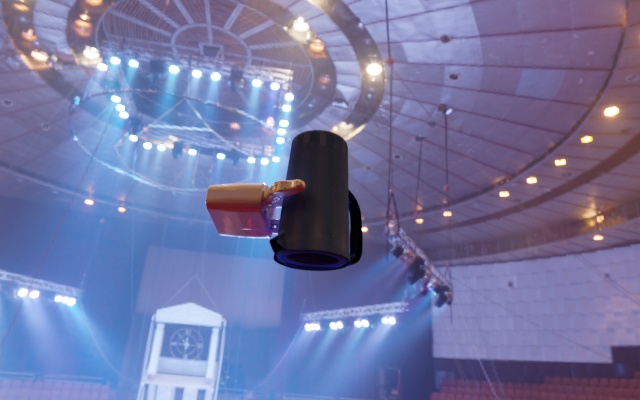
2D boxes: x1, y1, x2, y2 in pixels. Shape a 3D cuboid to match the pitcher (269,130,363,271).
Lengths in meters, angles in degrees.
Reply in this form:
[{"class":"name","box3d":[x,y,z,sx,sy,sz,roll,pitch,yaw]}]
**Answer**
[{"class":"pitcher","box3d":[0.000,0.003,0.870,0.145,0.242,0.149,-1,-23,11]}]
